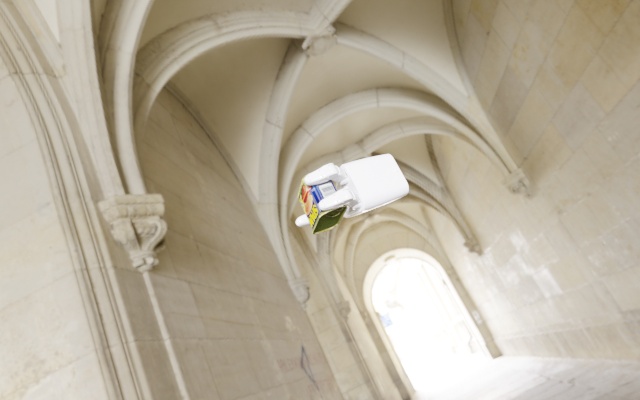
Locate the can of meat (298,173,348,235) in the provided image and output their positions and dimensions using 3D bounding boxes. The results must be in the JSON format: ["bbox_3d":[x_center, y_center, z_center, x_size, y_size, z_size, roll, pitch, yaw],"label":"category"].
[{"bbox_3d":[0.000,0.003,0.890,0.057,0.084,0.102,-18,-21,-20],"label":"can of meat"}]
